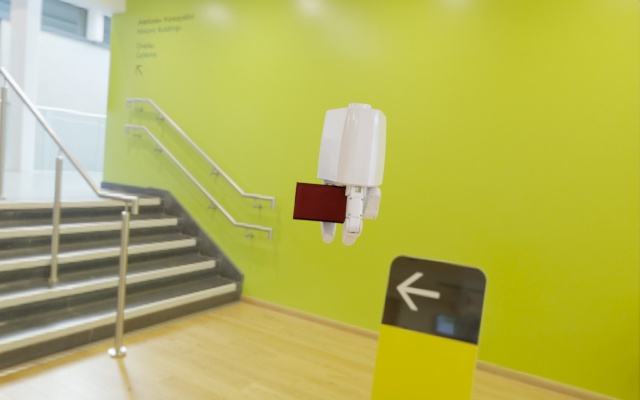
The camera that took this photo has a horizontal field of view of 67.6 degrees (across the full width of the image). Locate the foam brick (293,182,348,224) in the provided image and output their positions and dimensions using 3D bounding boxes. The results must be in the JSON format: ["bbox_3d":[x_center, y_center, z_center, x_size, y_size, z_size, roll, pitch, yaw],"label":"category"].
[{"bbox_3d":[0.000,0.002,0.693,0.078,0.051,0.053,5,6,-5],"label":"foam brick"}]
